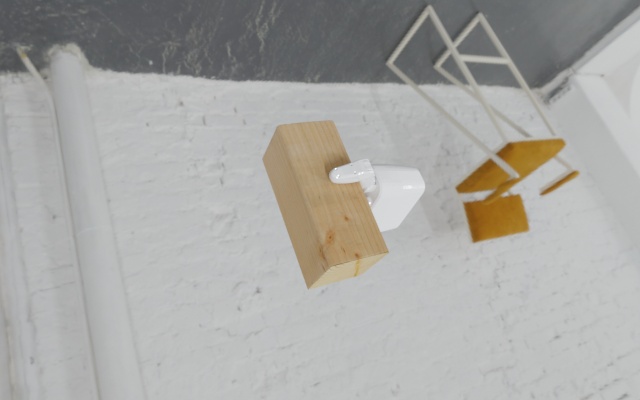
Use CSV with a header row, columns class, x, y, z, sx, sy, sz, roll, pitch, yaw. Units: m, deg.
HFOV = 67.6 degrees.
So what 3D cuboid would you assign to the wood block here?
class,x,y,z,sx,sy,sz,roll,pitch,yaw
wood block,0.001,0.002,0.654,0.090,0.206,0.091,-10,-23,-28
